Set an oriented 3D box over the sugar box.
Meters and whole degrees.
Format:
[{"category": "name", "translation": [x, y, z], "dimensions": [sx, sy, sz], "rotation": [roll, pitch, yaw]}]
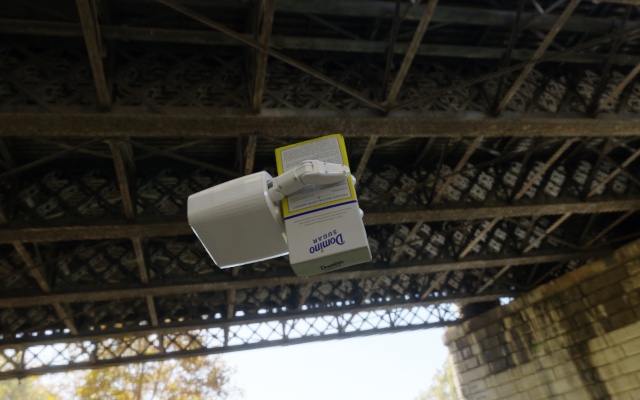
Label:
[{"category": "sugar box", "translation": [0.000, 0.002, 0.596], "dimensions": [0.093, 0.176, 0.048], "rotation": [-14, -33, 5]}]
